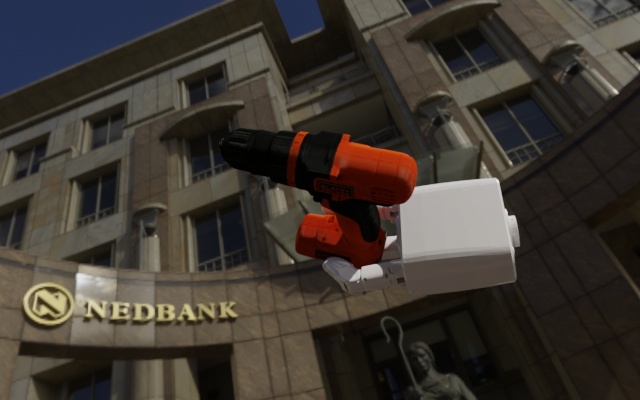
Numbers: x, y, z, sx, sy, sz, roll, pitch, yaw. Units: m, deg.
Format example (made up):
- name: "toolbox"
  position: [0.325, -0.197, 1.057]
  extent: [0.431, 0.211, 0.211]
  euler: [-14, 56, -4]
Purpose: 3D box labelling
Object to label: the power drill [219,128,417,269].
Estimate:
- name: "power drill"
  position: [0.000, 0.002, 0.492]
  extent: [0.184, 0.057, 0.188]
  euler: [13, -28, 13]
